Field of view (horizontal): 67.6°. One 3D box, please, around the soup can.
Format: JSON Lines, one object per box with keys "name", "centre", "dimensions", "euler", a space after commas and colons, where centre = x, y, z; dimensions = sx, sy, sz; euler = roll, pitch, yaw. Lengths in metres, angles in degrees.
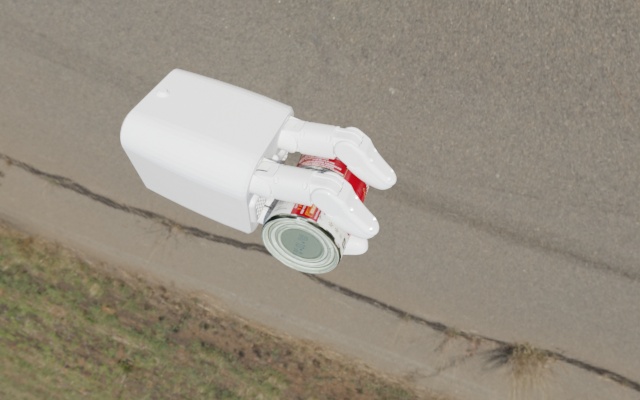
{"name": "soup can", "centre": [0.000, 0.002, 0.401], "dimensions": [0.068, 0.068, 0.102], "euler": [0, 44, 27]}
